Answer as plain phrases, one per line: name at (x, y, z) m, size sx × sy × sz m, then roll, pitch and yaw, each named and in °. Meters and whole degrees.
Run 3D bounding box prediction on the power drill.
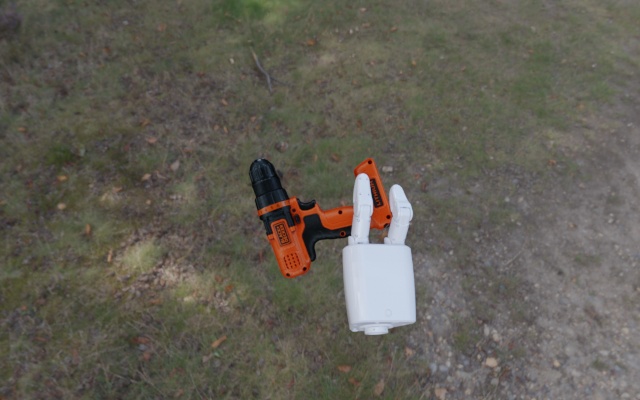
power drill at (0.001, 0.002, 0.709) m, size 0.187 × 0.184 × 0.057 m, roll -20°, pitch -2°, yaw 2°
